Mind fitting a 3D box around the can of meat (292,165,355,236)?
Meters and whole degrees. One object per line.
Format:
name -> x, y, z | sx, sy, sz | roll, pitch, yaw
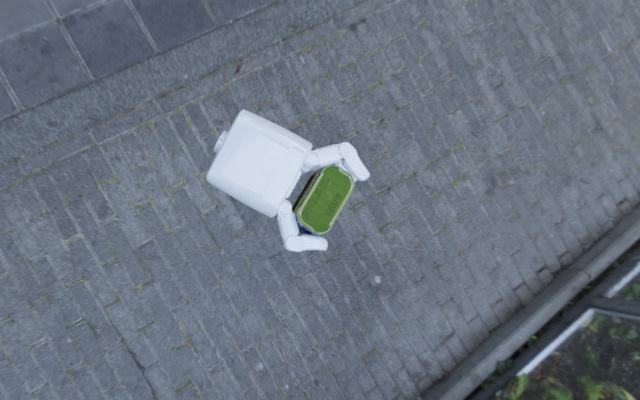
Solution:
can of meat -> 0.000, 0.002, 0.685 | 0.057, 0.102, 0.084 | 32, -11, -7
